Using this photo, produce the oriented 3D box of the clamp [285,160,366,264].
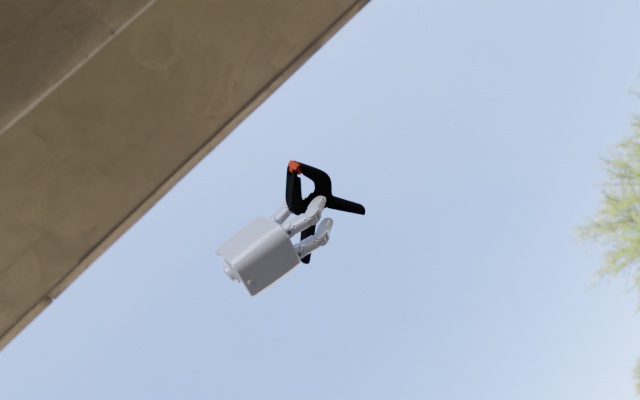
[{"bbox_3d":[-0.001,0.002,0.882,0.164,0.210,0.036,-35,40,-18],"label":"clamp"}]
